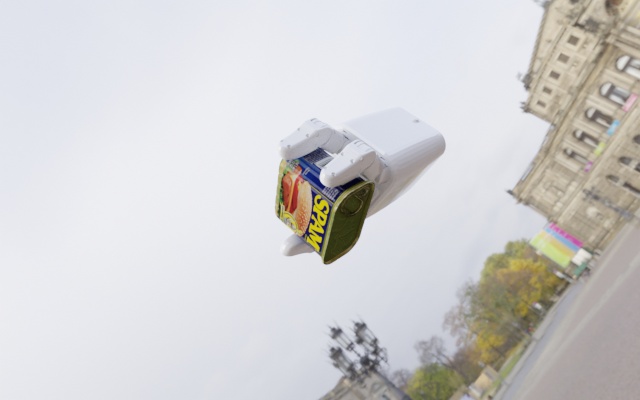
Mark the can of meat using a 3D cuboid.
[{"bbox_3d":[0.000,0.002,0.496,0.057,0.102,0.084,-29,56,-36],"label":"can of meat"}]
